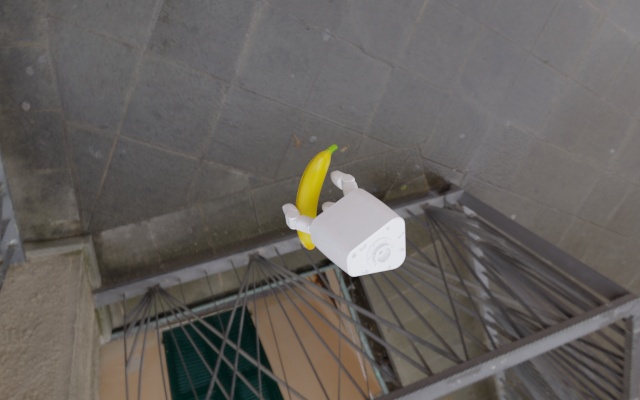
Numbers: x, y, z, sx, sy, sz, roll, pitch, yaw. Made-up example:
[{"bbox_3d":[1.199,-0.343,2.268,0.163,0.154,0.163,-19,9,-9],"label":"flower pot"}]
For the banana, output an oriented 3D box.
[{"bbox_3d":[-0.013,0.000,0.827,0.069,0.198,0.037,-1,23,-42],"label":"banana"}]
